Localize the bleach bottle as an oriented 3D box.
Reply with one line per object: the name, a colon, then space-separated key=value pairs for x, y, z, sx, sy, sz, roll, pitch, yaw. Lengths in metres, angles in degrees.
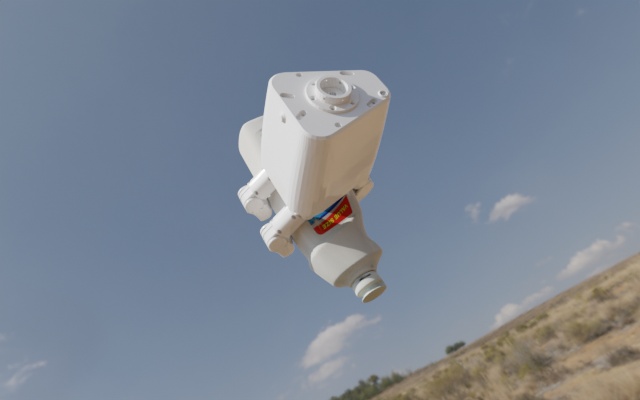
bleach bottle: x=0.000 y=0.002 z=0.544 sx=0.102 sy=0.250 sz=0.068 roll=-20 pitch=-32 yaw=-25
